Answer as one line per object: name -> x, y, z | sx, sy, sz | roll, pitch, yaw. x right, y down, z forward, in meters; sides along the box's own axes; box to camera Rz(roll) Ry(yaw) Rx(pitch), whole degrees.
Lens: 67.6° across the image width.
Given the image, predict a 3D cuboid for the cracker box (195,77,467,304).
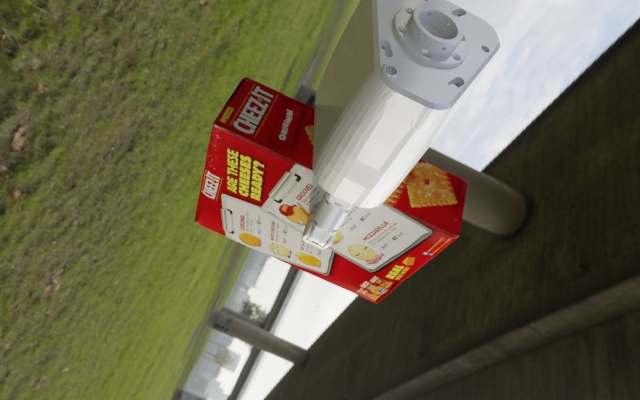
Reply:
cracker box -> 0.000, 0.002, 0.452 | 0.214, 0.072, 0.164 | 25, -36, -5
